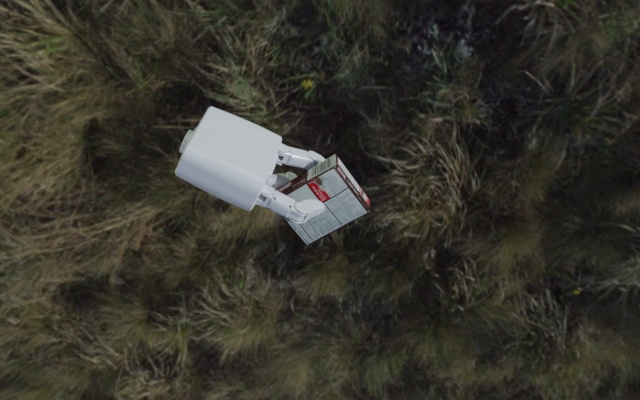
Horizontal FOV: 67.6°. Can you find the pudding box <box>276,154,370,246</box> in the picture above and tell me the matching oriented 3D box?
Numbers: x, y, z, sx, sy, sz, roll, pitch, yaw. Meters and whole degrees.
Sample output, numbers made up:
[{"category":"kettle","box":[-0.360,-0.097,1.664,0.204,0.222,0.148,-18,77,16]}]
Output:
[{"category":"pudding box","box":[0.000,0.002,0.673,0.113,0.090,0.039,-29,26,21]}]
